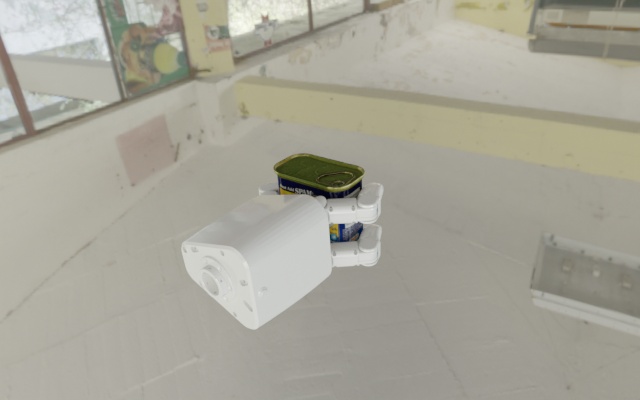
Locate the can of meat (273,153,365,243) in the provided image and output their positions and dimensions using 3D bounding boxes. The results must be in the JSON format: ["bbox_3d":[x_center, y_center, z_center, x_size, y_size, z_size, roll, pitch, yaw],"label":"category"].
[{"bbox_3d":[0.000,0.002,0.540,0.102,0.084,0.057,17,35,33],"label":"can of meat"}]
